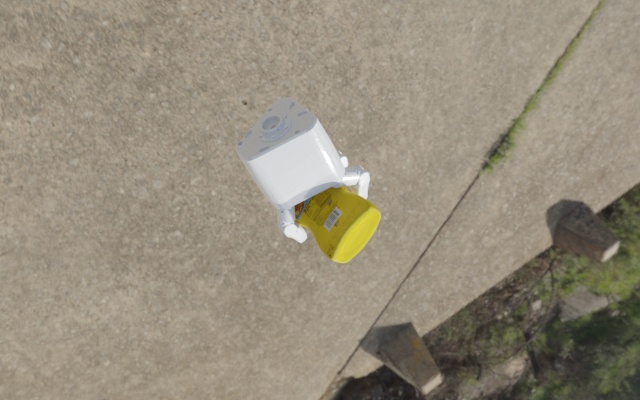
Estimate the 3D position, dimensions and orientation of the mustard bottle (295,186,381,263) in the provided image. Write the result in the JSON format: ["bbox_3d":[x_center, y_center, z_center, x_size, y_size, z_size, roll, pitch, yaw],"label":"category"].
[{"bbox_3d":[0.000,0.003,0.721,0.058,0.096,0.191,23,15,-46],"label":"mustard bottle"}]
